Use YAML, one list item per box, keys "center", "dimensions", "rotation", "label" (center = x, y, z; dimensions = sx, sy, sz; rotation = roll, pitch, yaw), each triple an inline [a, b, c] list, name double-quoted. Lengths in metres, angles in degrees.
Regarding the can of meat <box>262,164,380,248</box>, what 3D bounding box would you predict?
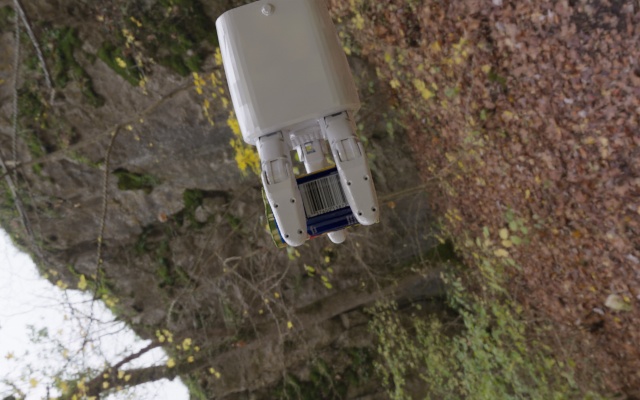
- center: [0.000, 0.001, 0.410]
  dimensions: [0.084, 0.057, 0.102]
  rotation: [-16, 0, 2]
  label: "can of meat"
